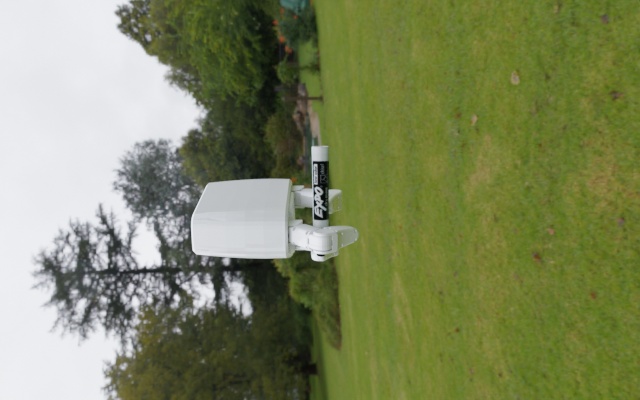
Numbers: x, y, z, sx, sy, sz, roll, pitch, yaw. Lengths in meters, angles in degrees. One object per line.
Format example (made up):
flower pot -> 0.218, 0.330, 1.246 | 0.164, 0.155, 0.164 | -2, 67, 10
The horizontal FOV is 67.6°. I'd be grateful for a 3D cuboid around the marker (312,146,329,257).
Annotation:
marker -> 0.000, 0.002, 0.519 | 0.020, 0.121, 0.020 | 0, 10, 0
